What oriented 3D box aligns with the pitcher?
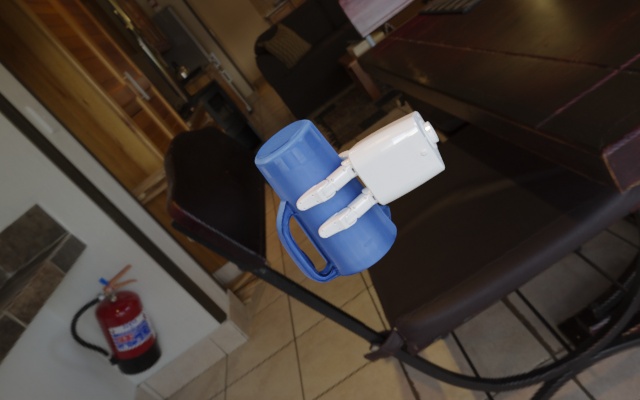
[{"bbox_3d":[0.000,0.002,0.765,0.145,0.243,0.149,-28,23,23],"label":"pitcher"}]
